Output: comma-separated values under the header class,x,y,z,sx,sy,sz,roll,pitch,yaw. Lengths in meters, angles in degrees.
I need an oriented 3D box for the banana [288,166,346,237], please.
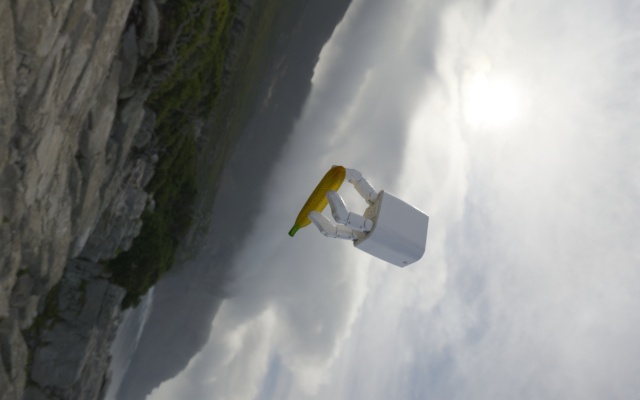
class,x,y,z,sx,sy,sz,roll,pitch,yaw
banana,0.003,-0.006,0.890,0.037,0.198,0.069,30,39,-7
